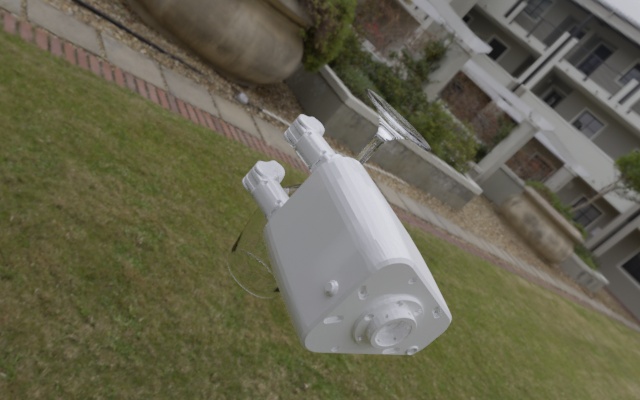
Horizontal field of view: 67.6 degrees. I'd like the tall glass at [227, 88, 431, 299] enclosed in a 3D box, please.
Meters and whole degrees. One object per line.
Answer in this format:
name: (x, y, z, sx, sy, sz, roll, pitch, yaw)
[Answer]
tall glass: (0.001, 0.001, 0.426, 0.201, 0.079, 0.079, -46, -19, 19)
